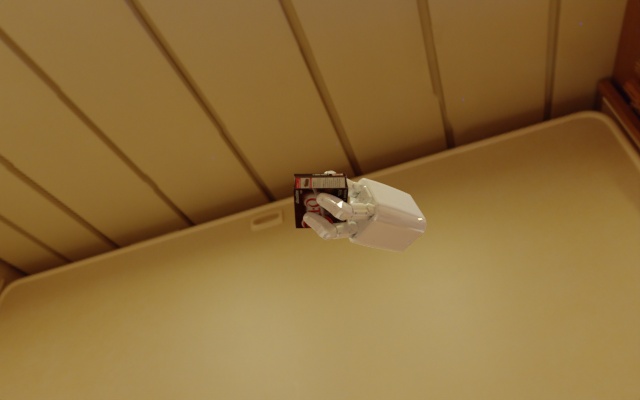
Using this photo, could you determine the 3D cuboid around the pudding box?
[{"bbox_3d":[0.000,0.003,0.811,0.090,0.039,0.114,-2,-41,-1],"label":"pudding box"}]
